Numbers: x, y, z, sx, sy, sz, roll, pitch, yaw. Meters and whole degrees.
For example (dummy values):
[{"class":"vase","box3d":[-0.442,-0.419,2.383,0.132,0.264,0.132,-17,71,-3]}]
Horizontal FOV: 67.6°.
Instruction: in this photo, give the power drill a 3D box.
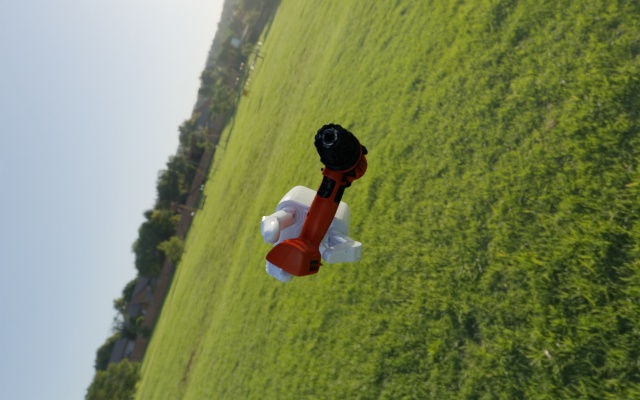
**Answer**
[{"class":"power drill","box3d":[0.000,0.002,0.607,0.057,0.187,0.184,27,0,15]}]
